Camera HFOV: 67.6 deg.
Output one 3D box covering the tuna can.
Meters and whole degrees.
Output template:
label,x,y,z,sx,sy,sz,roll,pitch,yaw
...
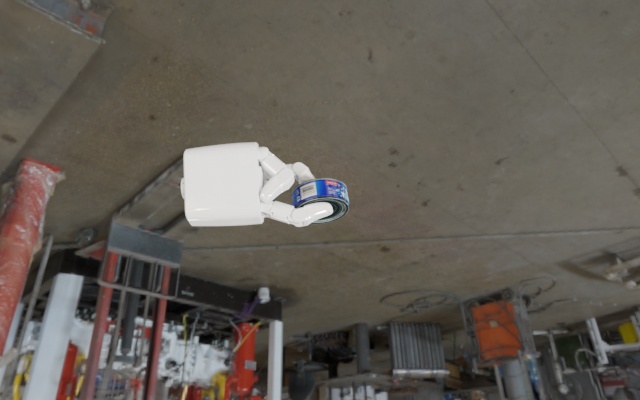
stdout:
label,x,y,z,sx,sy,sz,roll,pitch,yaw
tuna can,0.000,0.003,0.718,0.086,0.033,0.086,-6,-29,-3
